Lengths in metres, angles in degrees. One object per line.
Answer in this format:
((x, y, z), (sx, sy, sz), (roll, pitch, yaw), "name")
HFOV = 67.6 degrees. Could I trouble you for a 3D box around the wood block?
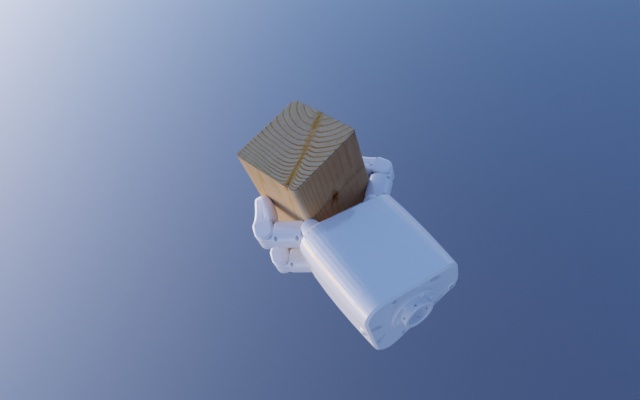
((0.001, 0.002, 0.546), (0.090, 0.091, 0.206), (32, -21, 33), "wood block")
